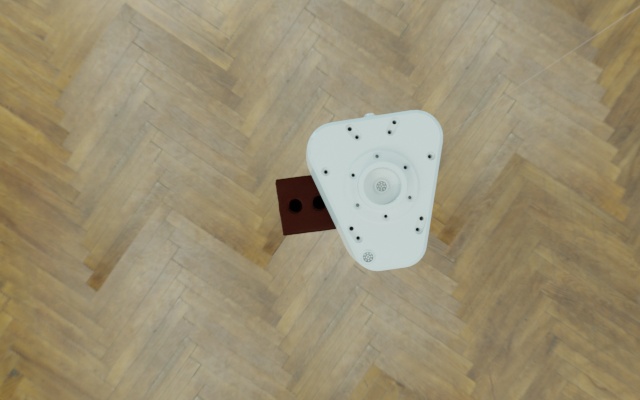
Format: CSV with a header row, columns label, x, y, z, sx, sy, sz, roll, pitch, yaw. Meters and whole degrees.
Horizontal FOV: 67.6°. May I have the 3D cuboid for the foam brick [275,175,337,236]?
label,x,y,z,sx,sy,sz,roll,pitch,yaw
foam brick,0.000,0.002,0.451,0.078,0.053,0.051,-8,1,2
